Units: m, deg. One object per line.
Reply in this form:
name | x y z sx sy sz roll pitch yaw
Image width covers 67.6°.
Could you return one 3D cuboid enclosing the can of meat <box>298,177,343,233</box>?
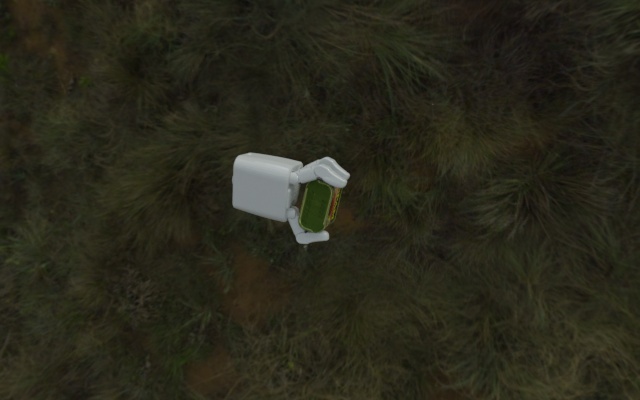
can of meat | 0.000 0.003 0.882 0.057 0.102 0.084 16 14 10
